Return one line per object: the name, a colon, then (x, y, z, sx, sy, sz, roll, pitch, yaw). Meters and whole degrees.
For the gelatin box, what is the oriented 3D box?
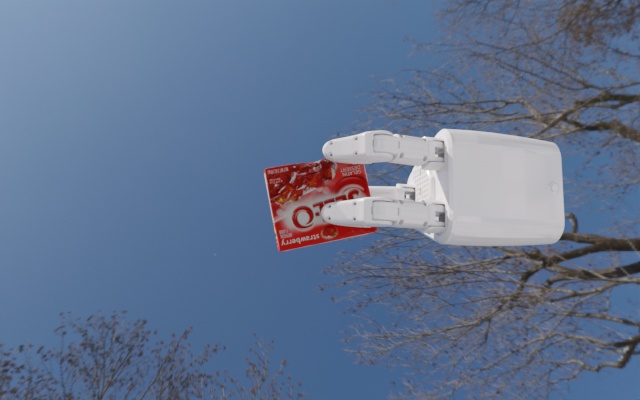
gelatin box: (0.000, 0.001, 0.423, 0.089, 0.073, 0.030, -10, -6, -6)
